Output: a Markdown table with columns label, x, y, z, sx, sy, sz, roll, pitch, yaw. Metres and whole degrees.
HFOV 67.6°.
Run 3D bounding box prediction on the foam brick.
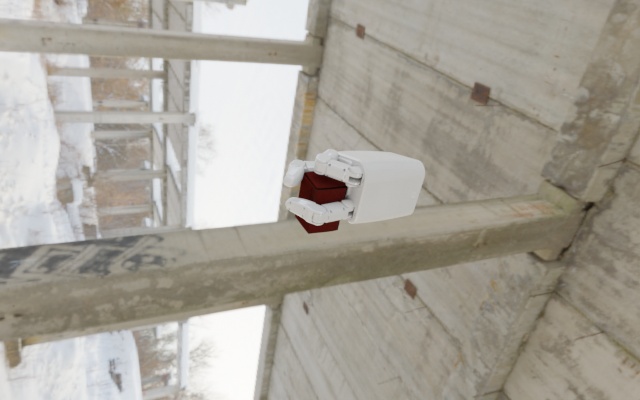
| label | x | y | z | sx | sy | sz | roll | pitch | yaw |
| --- | --- | --- | --- | --- | --- | --- | --- | --- | --- |
| foam brick | 0.000 | 0.003 | 0.704 | 0.051 | 0.078 | 0.053 | -5 | 34 | -26 |
